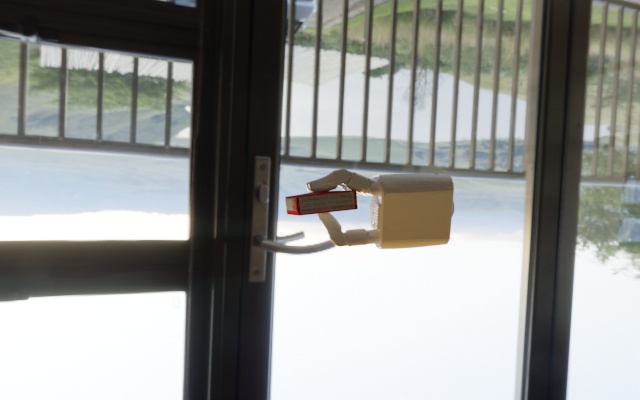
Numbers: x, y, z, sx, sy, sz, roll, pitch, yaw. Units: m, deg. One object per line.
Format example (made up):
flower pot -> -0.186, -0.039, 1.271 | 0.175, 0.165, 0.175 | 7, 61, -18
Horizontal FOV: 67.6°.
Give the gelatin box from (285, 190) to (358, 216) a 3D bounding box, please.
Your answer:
gelatin box -> 0.000, 0.003, 0.692 | 0.089, 0.030, 0.073 | -7, 2, -17
